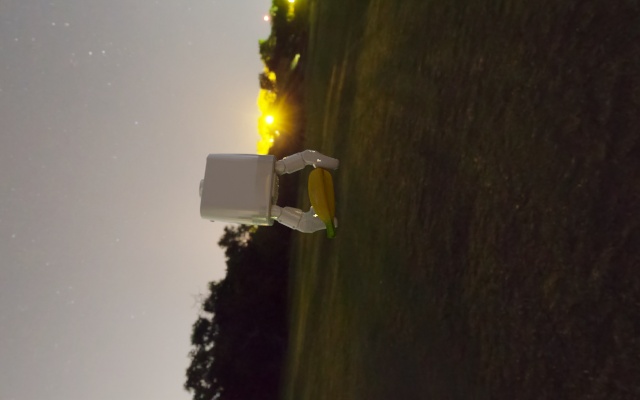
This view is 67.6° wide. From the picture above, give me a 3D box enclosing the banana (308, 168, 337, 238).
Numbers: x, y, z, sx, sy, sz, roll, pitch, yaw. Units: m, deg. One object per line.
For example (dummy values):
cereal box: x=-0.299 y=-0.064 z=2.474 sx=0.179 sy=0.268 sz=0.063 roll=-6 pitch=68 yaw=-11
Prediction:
banana: x=0.000 y=-0.014 z=0.722 sx=0.037 sy=0.070 sz=0.197 roll=-1 pitch=21 yaw=-2
